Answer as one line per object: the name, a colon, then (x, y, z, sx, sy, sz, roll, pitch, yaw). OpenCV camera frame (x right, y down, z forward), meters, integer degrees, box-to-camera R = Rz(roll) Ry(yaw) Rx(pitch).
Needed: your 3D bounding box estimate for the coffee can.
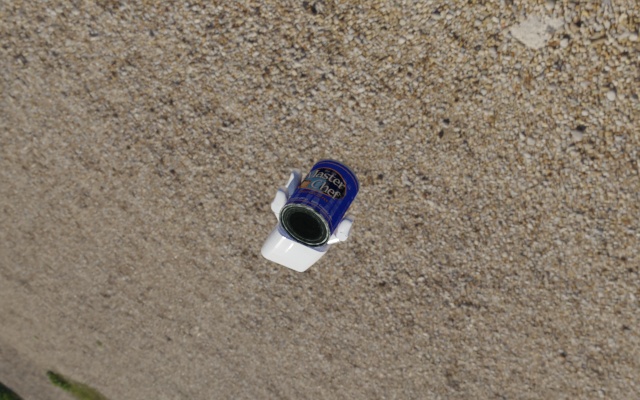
coffee can: (0.000, 0.003, 0.884, 0.103, 0.103, 0.140, 0, 38, 32)
